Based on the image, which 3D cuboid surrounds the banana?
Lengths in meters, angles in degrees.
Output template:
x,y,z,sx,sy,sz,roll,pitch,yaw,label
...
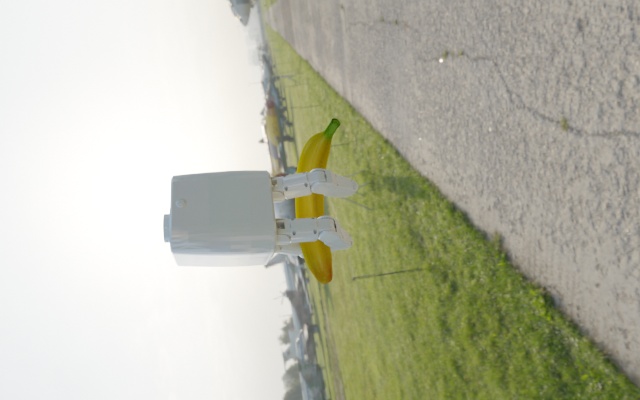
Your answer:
x,y,z,sx,sy,sz,roll,pitch,yaw,label
-0.007,0.002,0.580,0.037,0.197,0.069,6,-12,-22,banana
